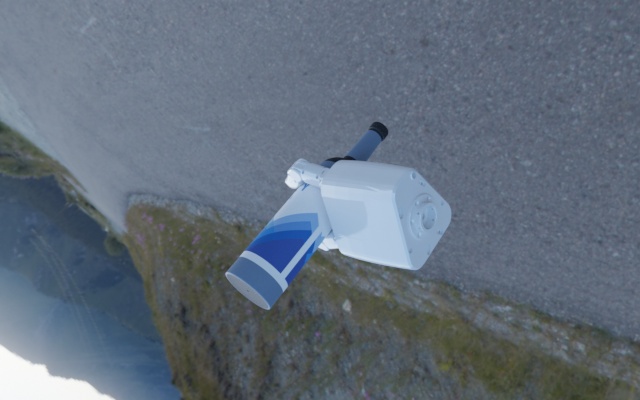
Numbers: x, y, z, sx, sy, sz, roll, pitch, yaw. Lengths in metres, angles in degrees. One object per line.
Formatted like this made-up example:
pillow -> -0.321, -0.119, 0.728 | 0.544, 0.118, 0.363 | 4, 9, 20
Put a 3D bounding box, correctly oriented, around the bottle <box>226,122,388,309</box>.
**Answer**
bottle -> 0.000, 0.002, 0.614 | 0.069, 0.295, 0.069 | 31, -26, 17
